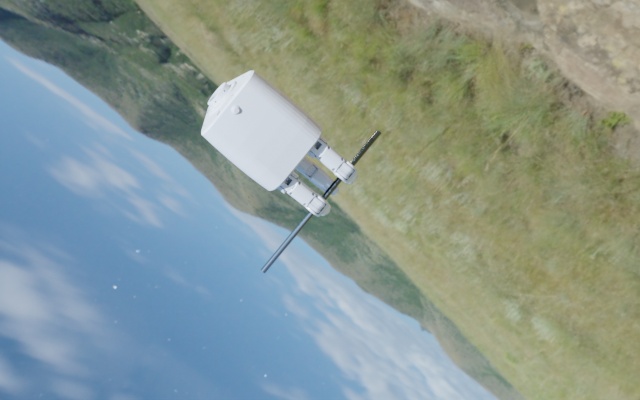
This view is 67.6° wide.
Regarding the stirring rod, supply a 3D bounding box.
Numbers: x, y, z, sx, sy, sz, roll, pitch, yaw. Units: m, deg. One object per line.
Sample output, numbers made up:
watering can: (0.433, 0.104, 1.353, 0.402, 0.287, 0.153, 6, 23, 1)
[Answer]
stirring rod: (0.000, 0.002, 0.631, 0.011, 0.239, 0.011, 40, 3, -2)
